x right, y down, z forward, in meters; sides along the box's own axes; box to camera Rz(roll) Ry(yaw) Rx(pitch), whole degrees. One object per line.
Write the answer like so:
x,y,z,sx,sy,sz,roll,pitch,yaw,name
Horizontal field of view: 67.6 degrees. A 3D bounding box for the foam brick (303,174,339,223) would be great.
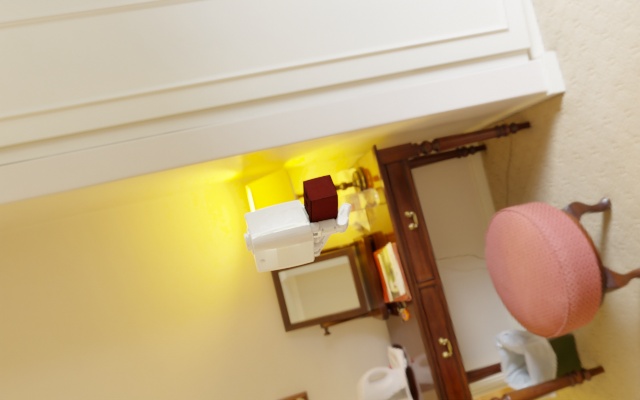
0.000,0.002,0.845,0.051,0.053,0.078,-12,-41,-10,foam brick
